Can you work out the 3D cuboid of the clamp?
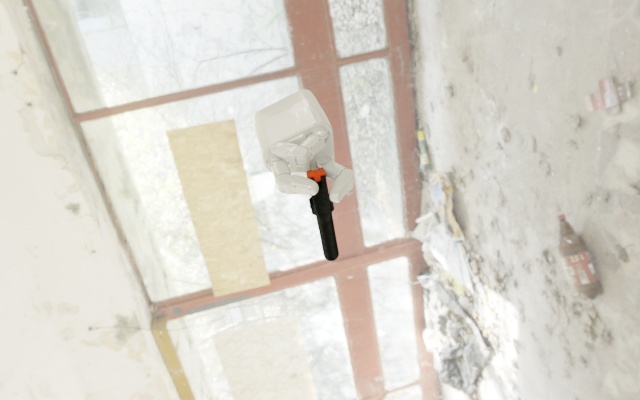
[{"bbox_3d":[0.000,0.003,0.755,0.039,0.172,0.120,-15,46,-8],"label":"clamp"}]
